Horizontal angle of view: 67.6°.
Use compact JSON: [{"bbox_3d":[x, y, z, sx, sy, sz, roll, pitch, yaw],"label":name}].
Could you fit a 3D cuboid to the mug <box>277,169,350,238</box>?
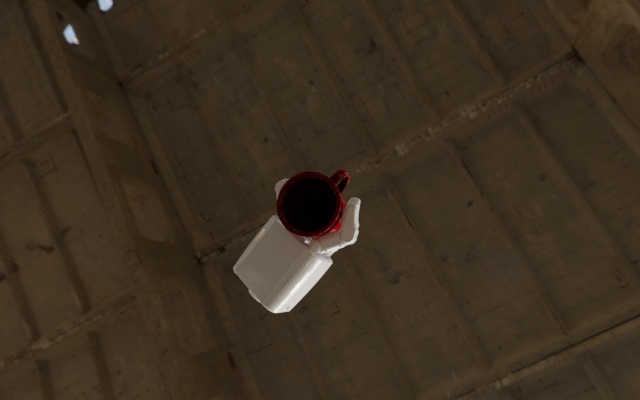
[{"bbox_3d":[0.001,0.001,0.701,0.093,0.117,0.081,40,2,17],"label":"mug"}]
